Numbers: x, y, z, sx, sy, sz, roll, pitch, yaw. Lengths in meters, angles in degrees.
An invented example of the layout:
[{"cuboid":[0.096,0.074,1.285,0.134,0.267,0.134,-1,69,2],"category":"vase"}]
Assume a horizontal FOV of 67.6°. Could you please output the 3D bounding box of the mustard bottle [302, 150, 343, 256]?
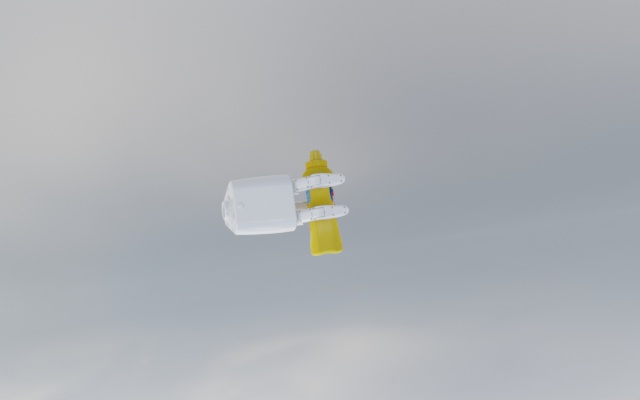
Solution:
[{"cuboid":[0.001,0.003,0.873,0.058,0.191,0.096,-8,-7,1],"category":"mustard bottle"}]
